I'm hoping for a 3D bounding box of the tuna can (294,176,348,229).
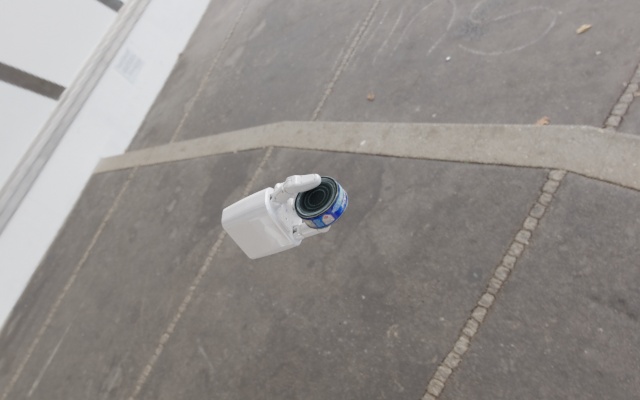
[{"bbox_3d":[0.000,0.002,0.784,0.086,0.086,0.034,0,-34,36],"label":"tuna can"}]
